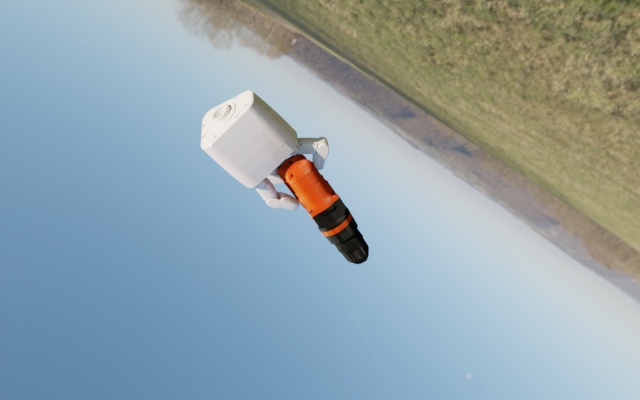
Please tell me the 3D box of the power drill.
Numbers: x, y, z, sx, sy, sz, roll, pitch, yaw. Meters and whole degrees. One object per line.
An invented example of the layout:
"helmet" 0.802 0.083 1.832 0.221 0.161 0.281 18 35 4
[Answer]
"power drill" 0.000 0.002 0.757 0.057 0.184 0.187 -35 21 -4
